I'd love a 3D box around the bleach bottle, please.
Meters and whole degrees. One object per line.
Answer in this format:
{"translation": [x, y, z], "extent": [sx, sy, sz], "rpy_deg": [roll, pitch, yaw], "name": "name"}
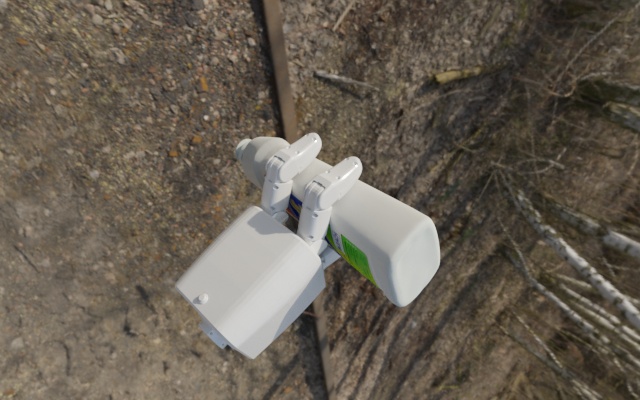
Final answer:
{"translation": [0.000, 0.002, 0.492], "extent": [0.250, 0.068, 0.103], "rpy_deg": [33, -21, 35], "name": "bleach bottle"}
